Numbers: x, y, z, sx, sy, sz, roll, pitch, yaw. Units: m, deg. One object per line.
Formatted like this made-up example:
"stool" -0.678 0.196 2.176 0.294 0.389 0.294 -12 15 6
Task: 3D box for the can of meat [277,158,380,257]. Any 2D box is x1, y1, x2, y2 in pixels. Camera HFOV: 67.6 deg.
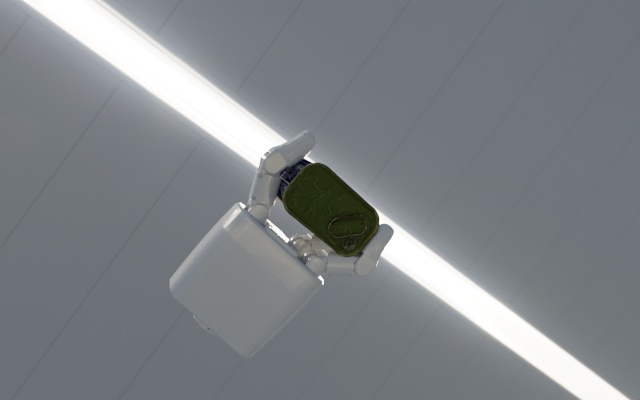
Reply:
"can of meat" 0.000 0.001 0.493 0.102 0.057 0.084 40 -2 -22
